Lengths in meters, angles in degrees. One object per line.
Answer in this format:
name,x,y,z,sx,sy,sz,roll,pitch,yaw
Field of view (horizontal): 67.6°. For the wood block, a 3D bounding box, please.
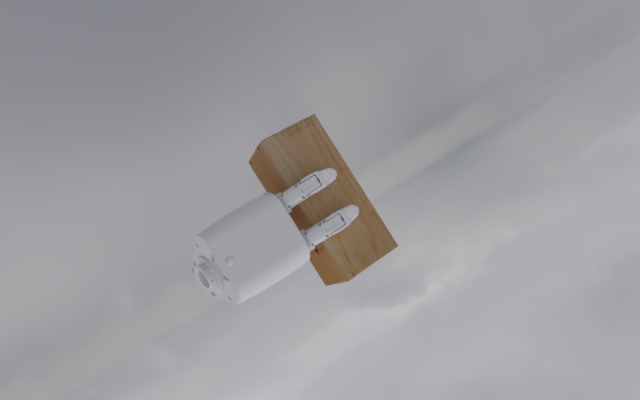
wood block,0.000,0.003,0.649,0.090,0.206,0.091,-31,-2,-23
